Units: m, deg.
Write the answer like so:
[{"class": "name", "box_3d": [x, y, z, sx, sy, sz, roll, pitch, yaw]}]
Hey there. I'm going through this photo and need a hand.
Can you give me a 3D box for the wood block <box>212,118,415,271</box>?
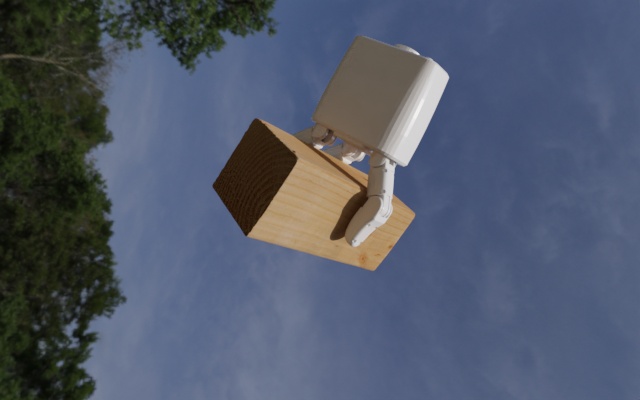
[{"class": "wood block", "box_3d": [0.001, 0.002, 0.528, 0.206, 0.090, 0.090, 22, 18, -46]}]
